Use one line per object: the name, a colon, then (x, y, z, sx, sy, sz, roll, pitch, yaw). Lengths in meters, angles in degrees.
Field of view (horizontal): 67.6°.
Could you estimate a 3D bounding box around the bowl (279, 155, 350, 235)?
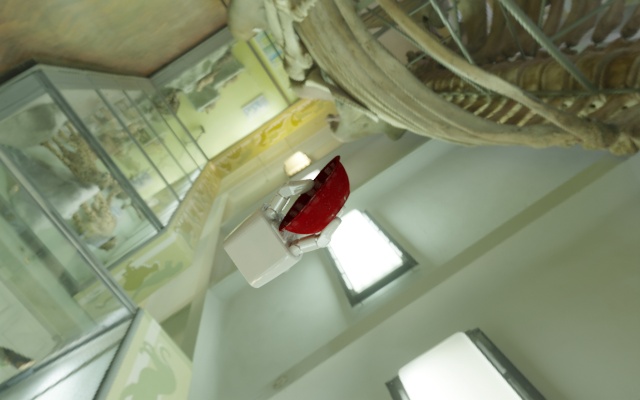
bowl: (0.001, 0.002, 0.800, 0.055, 0.162, 0.162, 38, -6, -8)
